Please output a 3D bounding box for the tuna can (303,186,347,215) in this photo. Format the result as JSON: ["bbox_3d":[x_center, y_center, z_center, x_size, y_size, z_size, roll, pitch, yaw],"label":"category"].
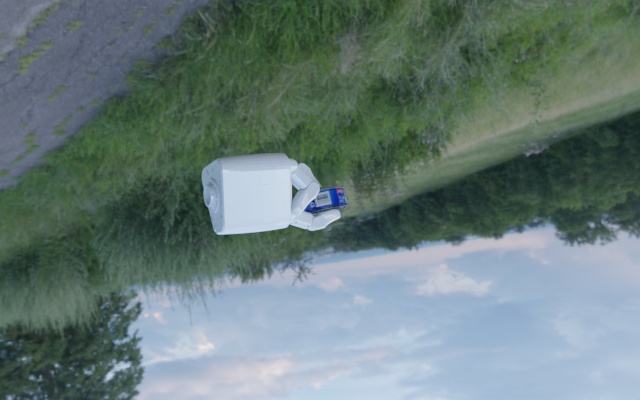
[{"bbox_3d":[0.000,0.003,0.796,0.086,0.033,0.086,-13,-6,-1],"label":"tuna can"}]
